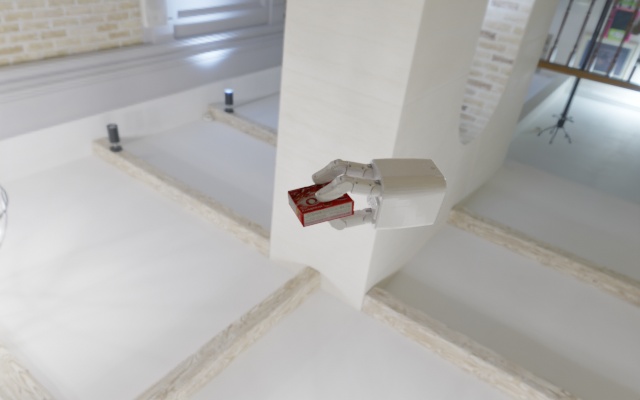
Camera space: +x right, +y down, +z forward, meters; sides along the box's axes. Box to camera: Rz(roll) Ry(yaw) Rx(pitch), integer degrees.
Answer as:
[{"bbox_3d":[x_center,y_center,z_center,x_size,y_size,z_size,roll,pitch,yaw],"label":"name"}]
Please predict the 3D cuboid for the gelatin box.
[{"bbox_3d":[0.000,0.003,0.765,0.089,0.030,0.073,-14,35,-16],"label":"gelatin box"}]
